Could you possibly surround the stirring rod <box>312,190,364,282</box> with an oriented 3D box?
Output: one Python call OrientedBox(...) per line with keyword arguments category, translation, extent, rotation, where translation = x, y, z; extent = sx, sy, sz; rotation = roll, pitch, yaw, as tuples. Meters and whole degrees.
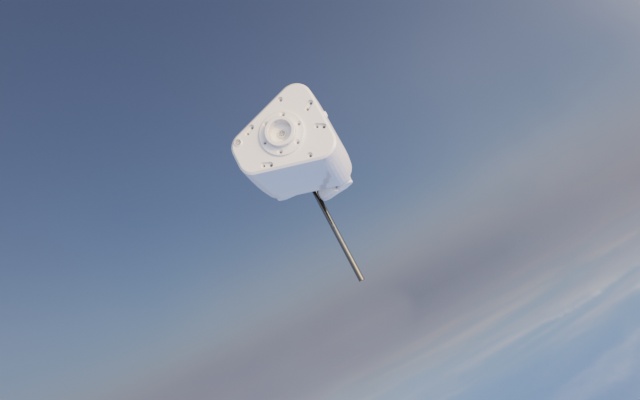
OrientedBox(category="stirring rod", translation=(0.000, 0.002, 0.657), extent=(0.011, 0.239, 0.011), rotation=(-26, -15, -8))
